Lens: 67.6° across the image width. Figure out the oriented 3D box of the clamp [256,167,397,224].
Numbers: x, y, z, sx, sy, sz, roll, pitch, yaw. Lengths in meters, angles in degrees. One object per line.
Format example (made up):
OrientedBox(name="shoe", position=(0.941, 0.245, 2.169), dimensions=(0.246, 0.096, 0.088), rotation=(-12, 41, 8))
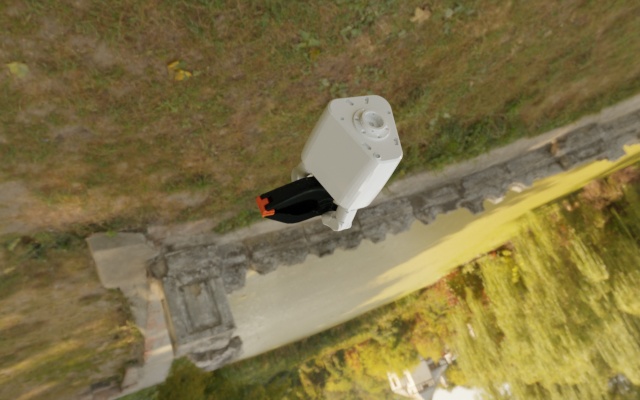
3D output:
OrientedBox(name="clamp", position=(0.000, 0.003, 0.721), dimensions=(0.210, 0.036, 0.165), rotation=(-12, -30, -28))
